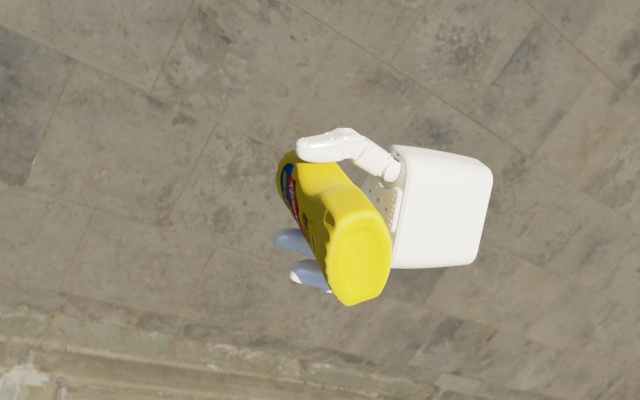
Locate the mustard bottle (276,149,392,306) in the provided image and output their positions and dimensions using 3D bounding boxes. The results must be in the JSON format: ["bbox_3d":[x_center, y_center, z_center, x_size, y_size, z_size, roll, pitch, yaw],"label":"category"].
[{"bbox_3d":[0.000,0.002,0.448,0.058,0.096,0.191,-17,36,-12],"label":"mustard bottle"}]
